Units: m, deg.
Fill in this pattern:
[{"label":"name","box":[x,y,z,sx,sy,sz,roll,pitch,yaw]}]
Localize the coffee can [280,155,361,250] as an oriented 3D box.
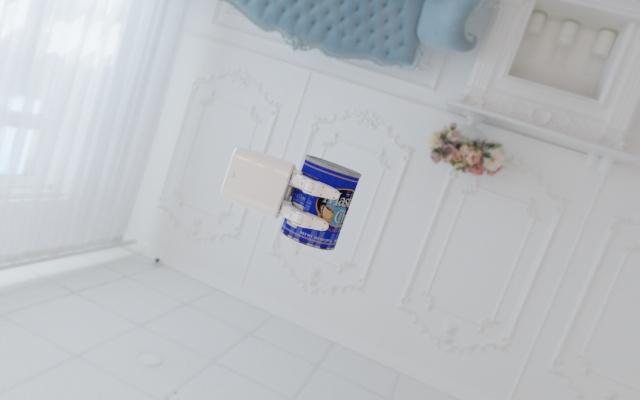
[{"label":"coffee can","box":[0.000,0.003,0.836,0.103,0.140,0.103,19,8,-3]}]
